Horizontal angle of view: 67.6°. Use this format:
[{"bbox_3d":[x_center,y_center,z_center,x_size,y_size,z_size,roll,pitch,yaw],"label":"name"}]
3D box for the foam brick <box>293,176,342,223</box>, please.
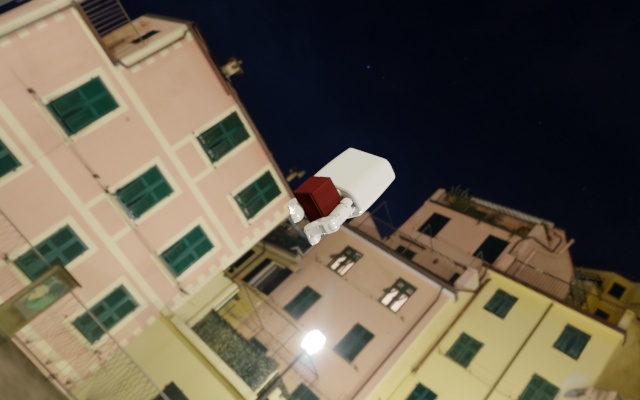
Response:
[{"bbox_3d":[0.000,0.003,0.822,0.051,0.078,0.053,-43,29,-27],"label":"foam brick"}]
